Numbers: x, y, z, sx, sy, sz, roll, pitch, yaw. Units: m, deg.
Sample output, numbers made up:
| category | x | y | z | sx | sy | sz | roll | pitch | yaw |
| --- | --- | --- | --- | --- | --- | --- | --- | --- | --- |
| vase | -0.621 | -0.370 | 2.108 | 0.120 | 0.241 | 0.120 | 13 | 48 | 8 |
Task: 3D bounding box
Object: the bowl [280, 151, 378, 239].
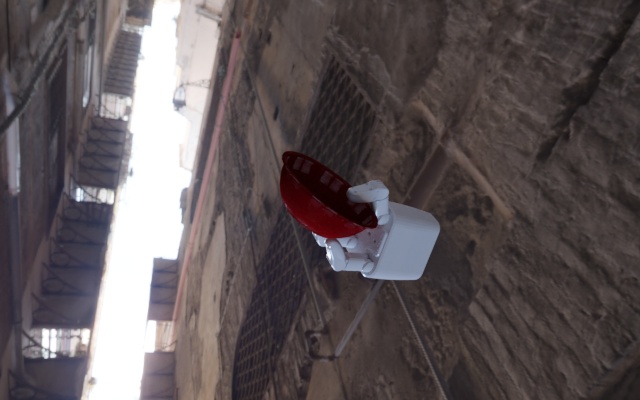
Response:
| category | x | y | z | sx | sy | sz | roll | pitch | yaw |
| --- | --- | --- | --- | --- | --- | --- | --- | --- | --- |
| bowl | -0.001 | 0.002 | 0.658 | 0.162 | 0.055 | 0.162 | 34 | 18 | -13 |
